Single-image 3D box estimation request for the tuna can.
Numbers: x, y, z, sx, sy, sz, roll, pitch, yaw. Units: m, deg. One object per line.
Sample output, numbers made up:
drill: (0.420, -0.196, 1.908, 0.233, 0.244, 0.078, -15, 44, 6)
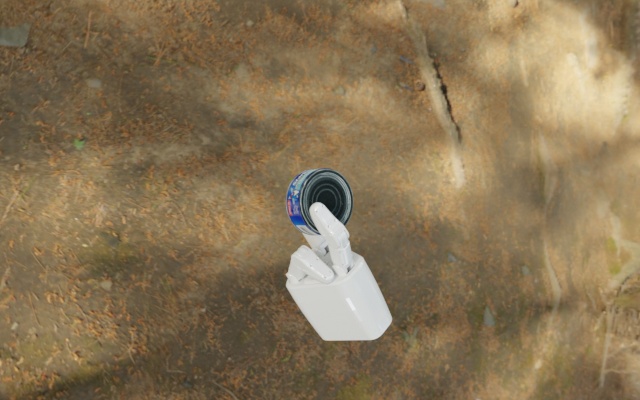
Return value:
tuna can: (0.000, 0.002, 0.606, 0.086, 0.086, 0.034, 0, -1, -35)
